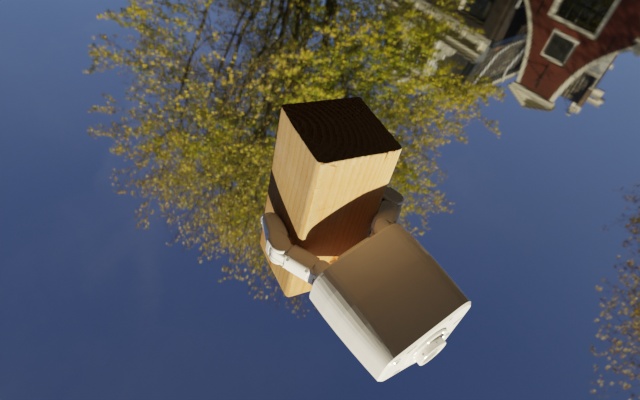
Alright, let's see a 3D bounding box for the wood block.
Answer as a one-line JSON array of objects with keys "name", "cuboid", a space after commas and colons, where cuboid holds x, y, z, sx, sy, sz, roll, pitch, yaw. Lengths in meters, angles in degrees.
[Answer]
[{"name": "wood block", "cuboid": [0.000, 0.002, 0.517, 0.091, 0.090, 0.206, -12, -40, -25]}]
